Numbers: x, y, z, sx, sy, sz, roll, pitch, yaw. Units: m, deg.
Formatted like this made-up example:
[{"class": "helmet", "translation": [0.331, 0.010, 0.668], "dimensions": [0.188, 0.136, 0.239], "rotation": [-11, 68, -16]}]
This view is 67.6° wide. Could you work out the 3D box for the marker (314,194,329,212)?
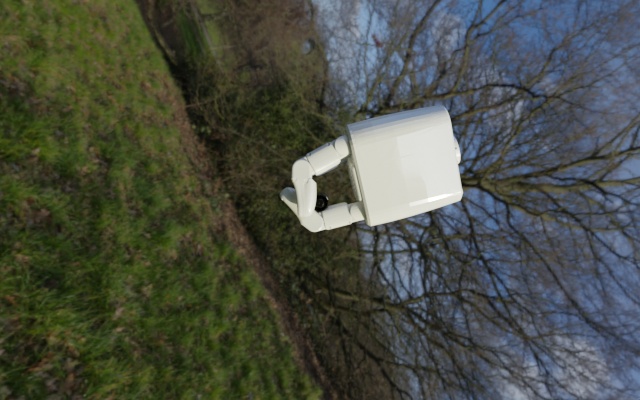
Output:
[{"class": "marker", "translation": [0.000, 0.002, 0.566], "dimensions": [0.020, 0.020, 0.121], "rotation": [0, 1, 1]}]
